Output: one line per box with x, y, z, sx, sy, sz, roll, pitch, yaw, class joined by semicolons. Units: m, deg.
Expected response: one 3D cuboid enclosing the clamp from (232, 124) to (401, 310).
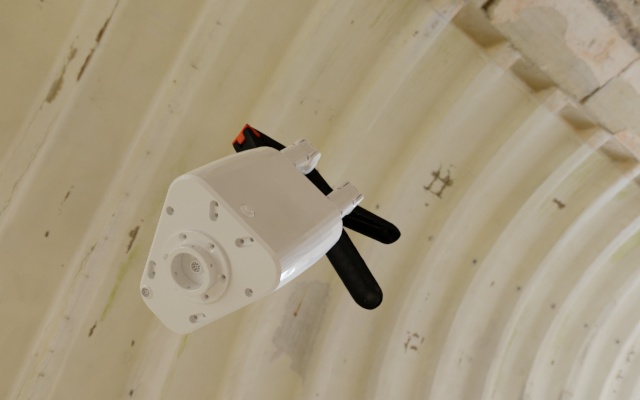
-0.001;0.002;0.486;0.036;0.210;0.164;-48;-6;22;clamp
